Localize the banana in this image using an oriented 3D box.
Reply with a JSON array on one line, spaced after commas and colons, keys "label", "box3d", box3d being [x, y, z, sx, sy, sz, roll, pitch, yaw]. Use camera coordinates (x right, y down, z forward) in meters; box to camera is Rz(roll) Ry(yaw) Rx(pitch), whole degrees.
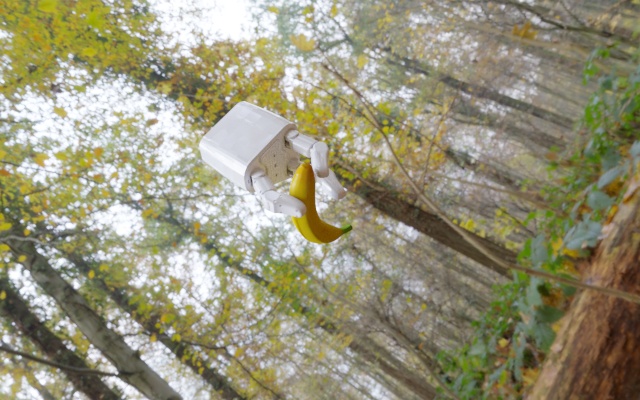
[{"label": "banana", "box3d": [-0.010, 0.018, 0.689, 0.037, 0.069, 0.198, 32, -12, 31]}]
